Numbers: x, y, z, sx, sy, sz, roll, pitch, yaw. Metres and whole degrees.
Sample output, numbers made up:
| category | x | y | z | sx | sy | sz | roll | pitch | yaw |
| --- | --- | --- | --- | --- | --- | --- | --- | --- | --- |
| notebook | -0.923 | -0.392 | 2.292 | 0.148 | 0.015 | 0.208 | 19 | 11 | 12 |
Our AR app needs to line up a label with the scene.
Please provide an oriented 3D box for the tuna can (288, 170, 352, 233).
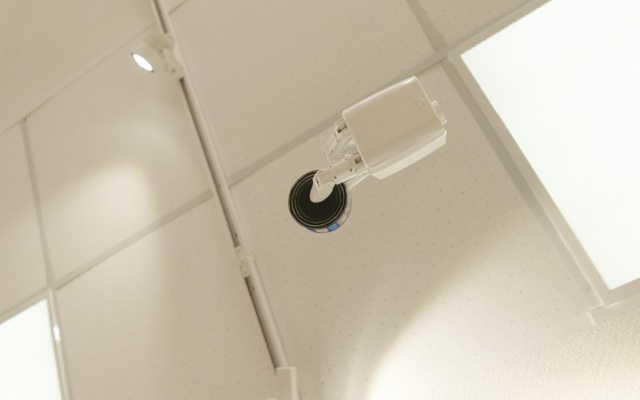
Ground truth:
| category | x | y | z | sx | sy | sz | roll | pitch | yaw |
| --- | --- | --- | --- | --- | --- | --- | --- | --- | --- |
| tuna can | 0.000 | 0.002 | 0.671 | 0.086 | 0.086 | 0.034 | 0 | -15 | 18 |
